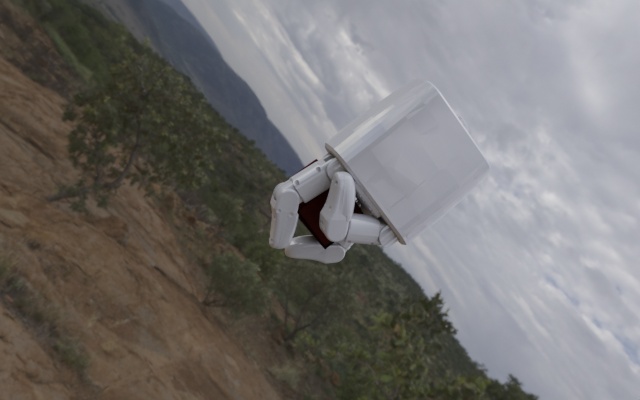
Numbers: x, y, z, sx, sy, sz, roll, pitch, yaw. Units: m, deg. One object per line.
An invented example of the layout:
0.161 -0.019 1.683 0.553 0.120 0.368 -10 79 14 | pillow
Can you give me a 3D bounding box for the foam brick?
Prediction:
0.000 0.001 0.476 0.051 0.053 0.078 -39 26 -1 | foam brick
